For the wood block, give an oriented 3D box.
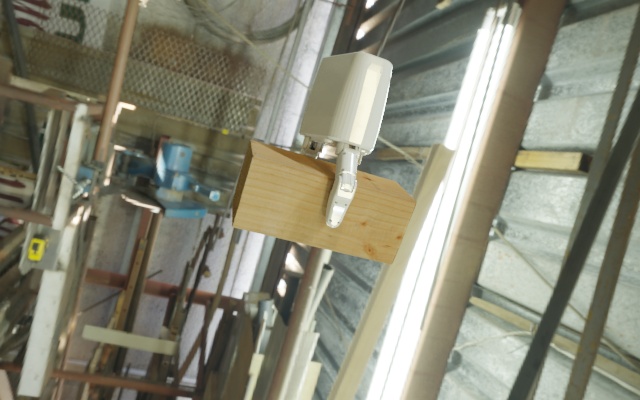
[{"bbox_3d":[0.000,0.002,0.602,0.206,0.090,0.090,15,17,-15],"label":"wood block"}]
